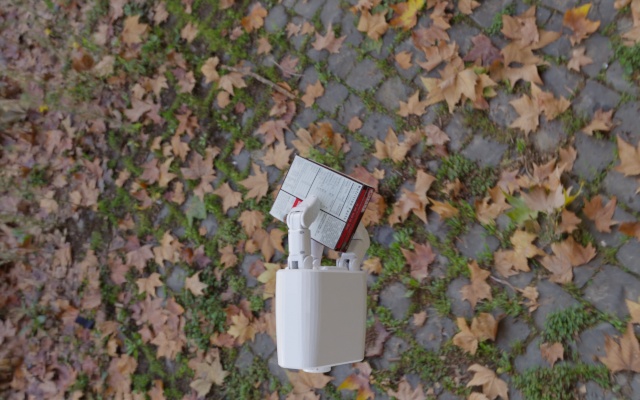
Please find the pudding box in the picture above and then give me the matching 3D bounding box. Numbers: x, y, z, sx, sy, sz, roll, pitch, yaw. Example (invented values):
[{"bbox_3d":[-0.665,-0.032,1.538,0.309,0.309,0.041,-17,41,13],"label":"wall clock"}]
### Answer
[{"bbox_3d":[0.000,0.002,0.601,0.113,0.090,0.039,27,4,28],"label":"pudding box"}]
